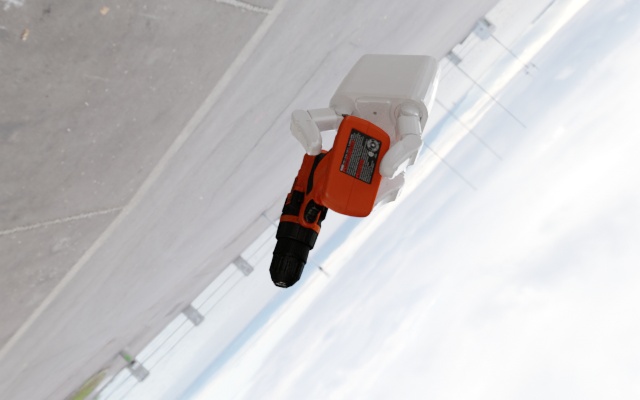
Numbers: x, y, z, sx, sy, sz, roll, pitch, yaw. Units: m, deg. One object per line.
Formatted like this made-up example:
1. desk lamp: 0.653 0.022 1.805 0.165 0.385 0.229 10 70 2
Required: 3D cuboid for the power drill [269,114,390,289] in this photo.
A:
1. power drill: 0.000 0.001 0.533 0.057 0.184 0.188 21 -22 -16
